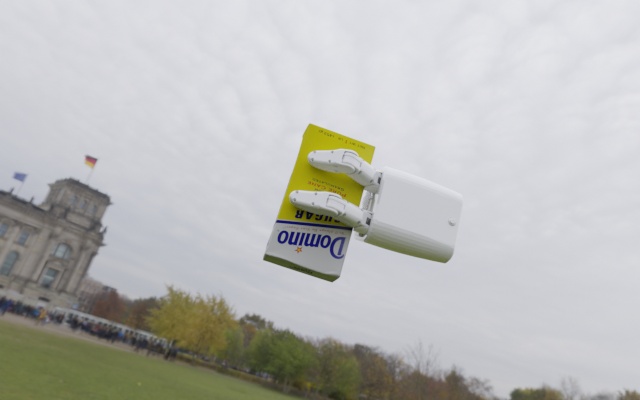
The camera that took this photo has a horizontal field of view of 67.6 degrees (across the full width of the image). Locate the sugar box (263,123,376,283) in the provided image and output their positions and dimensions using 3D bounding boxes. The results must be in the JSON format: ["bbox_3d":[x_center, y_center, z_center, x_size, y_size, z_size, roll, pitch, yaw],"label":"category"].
[{"bbox_3d":[0.000,0.002,0.586,0.093,0.176,0.048,18,-21,-6],"label":"sugar box"}]
